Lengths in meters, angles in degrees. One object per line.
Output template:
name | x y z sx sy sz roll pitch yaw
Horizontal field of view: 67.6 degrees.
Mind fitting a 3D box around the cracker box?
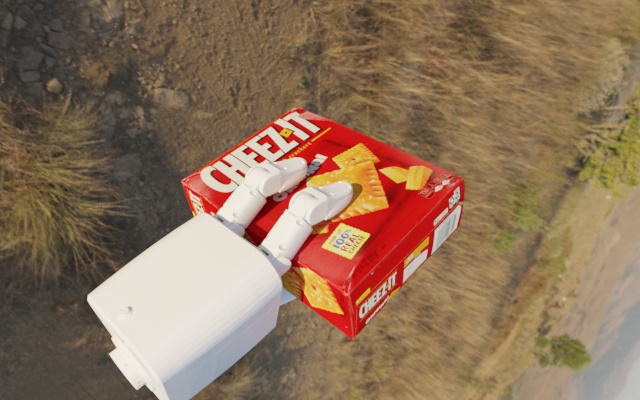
cracker box | 0.000 0.002 0.453 0.213 0.072 0.164 30 54 33
